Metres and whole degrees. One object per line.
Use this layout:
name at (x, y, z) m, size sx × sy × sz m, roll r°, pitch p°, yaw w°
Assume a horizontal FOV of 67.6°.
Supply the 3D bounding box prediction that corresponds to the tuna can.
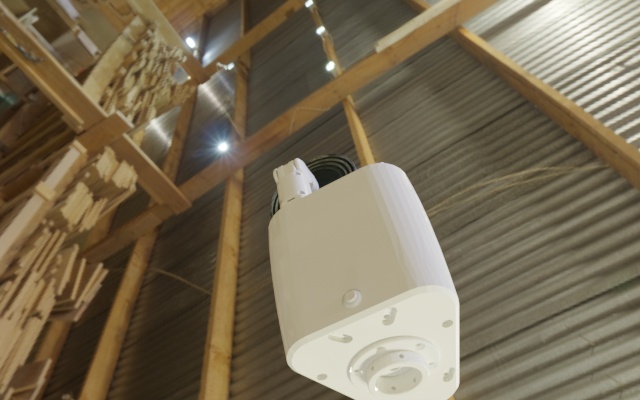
tuna can at (0.000, 0.002, 0.419) m, size 0.086 × 0.086 × 0.034 m, roll 0°, pitch -38°, yaw 39°
